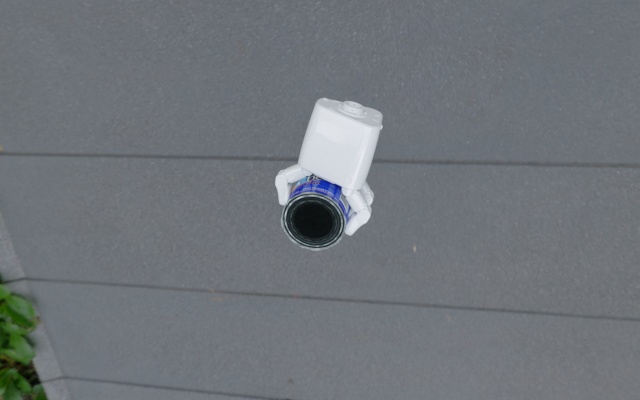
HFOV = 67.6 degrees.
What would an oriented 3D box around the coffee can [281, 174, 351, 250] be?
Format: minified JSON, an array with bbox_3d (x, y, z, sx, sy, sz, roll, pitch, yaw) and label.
[{"bbox_3d":[0.000,0.003,0.792,0.103,0.103,0.140,0,26,11],"label":"coffee can"}]
